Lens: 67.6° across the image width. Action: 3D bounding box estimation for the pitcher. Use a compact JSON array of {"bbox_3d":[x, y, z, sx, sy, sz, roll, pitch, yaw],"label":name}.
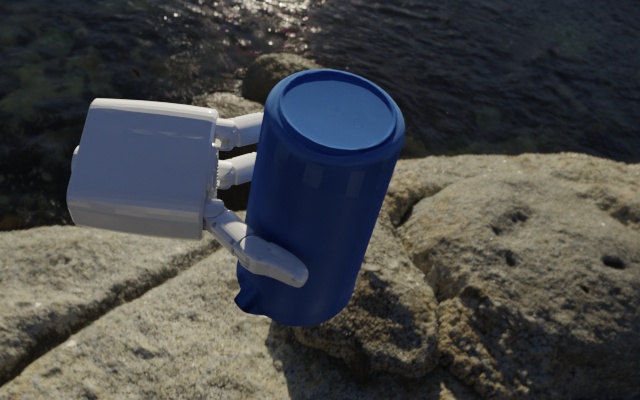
[{"bbox_3d":[0.000,0.001,0.448,0.145,0.149,0.243,8,-39,-7],"label":"pitcher"}]
